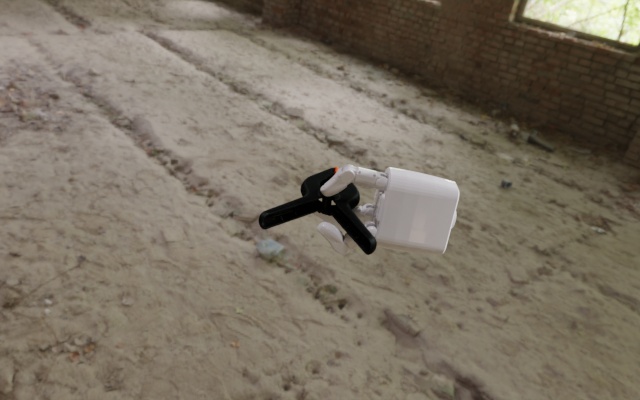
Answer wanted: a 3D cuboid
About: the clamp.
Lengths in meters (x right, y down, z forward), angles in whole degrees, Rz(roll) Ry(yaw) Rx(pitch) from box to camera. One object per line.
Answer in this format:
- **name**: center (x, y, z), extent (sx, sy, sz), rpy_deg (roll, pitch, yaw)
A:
- **clamp**: center (0.001, 0.001, 0.724), extent (0.164, 0.036, 0.209), rpy_deg (11, 30, -3)
